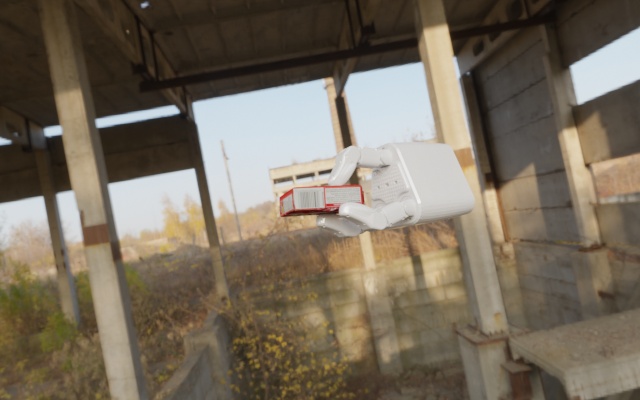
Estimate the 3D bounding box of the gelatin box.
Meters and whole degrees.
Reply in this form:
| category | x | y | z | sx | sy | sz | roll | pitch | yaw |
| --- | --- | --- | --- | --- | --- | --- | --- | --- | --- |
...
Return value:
| category | x | y | z | sx | sy | sz | roll | pitch | yaw |
| --- | --- | --- | --- | --- | --- | --- | --- | --- | --- |
| gelatin box | 0.000 | 0.001 | 0.589 | 0.089 | 0.030 | 0.073 | -2 | -7 | -18 |
